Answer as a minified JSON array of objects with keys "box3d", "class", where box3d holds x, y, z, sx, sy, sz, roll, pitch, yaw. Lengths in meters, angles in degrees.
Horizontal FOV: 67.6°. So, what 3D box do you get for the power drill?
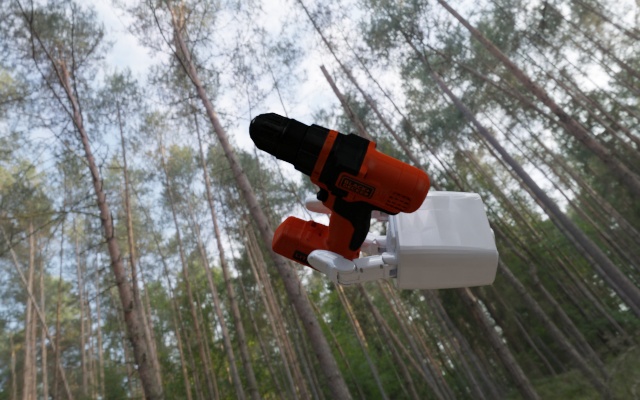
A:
[{"box3d":[0.000,0.002,0.516,0.184,0.057,0.188,24,-38,1],"class":"power drill"}]
